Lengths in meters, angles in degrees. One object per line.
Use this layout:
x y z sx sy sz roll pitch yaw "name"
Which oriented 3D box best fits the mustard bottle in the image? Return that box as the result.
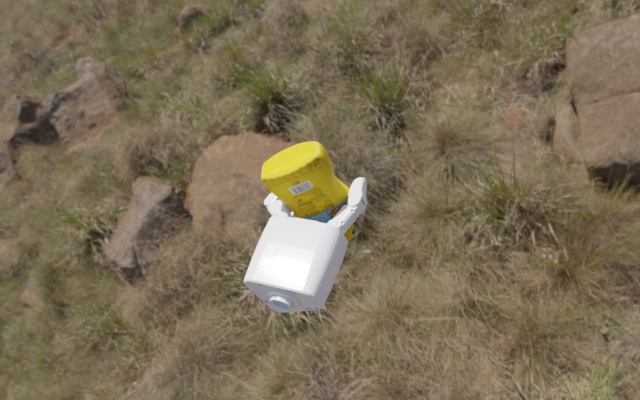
0.000 0.002 0.714 0.096 0.058 0.192 -22 -49 17 "mustard bottle"
